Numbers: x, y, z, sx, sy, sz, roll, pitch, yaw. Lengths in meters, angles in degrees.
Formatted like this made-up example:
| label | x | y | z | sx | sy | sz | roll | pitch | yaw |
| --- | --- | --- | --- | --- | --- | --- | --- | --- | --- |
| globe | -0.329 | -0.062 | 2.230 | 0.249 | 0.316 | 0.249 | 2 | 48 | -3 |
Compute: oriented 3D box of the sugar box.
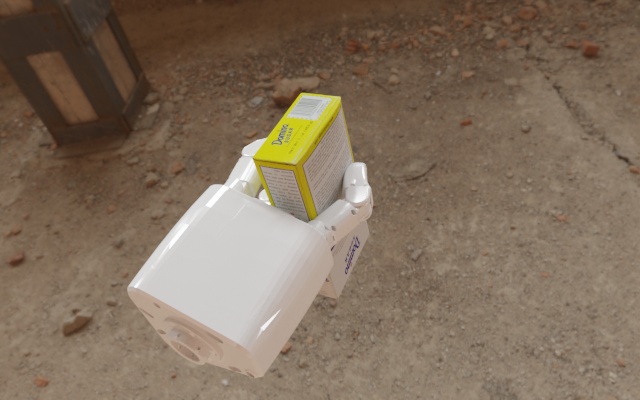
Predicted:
| label | x | y | z | sx | sy | sz | roll | pitch | yaw |
| --- | --- | --- | --- | --- | --- | --- | --- | --- | --- |
| sugar box | -0.001 | 0.001 | 0.439 | 0.048 | 0.176 | 0.093 | 12 | 49 | 24 |
